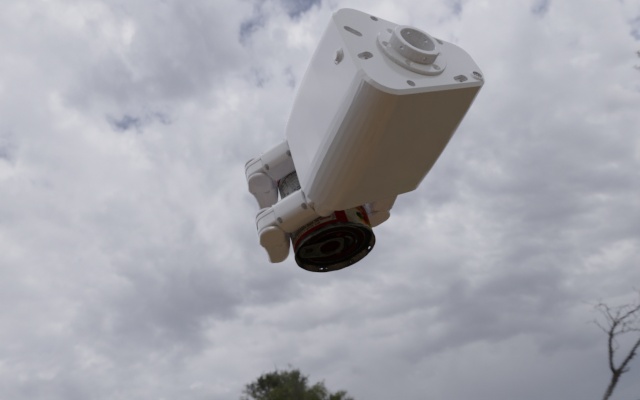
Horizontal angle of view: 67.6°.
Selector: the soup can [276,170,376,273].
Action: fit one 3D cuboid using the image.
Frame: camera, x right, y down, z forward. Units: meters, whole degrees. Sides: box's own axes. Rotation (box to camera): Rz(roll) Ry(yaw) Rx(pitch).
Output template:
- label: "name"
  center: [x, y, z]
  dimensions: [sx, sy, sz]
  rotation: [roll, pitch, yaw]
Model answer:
- label: "soup can"
  center: [0.000, 0.001, 0.415]
  dimensions: [0.068, 0.102, 0.069]
  rotation: [-11, -37, -9]
